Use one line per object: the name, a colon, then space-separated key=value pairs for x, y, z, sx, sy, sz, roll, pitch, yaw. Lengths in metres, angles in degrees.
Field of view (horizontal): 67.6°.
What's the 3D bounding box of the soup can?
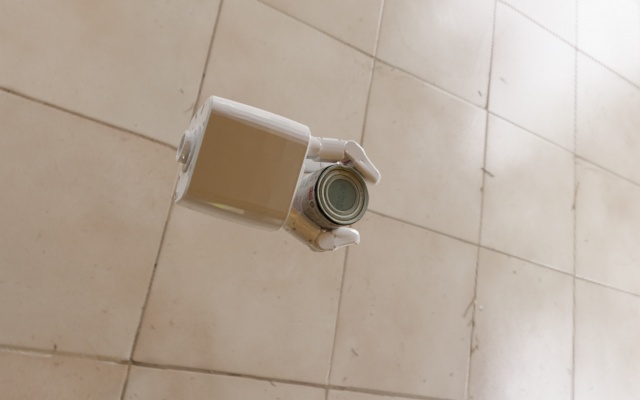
soup can: x=0.001 y=0.002 z=0.544 sx=0.068 sy=0.068 sz=0.102 roll=0 pitch=-10 yaw=-29
